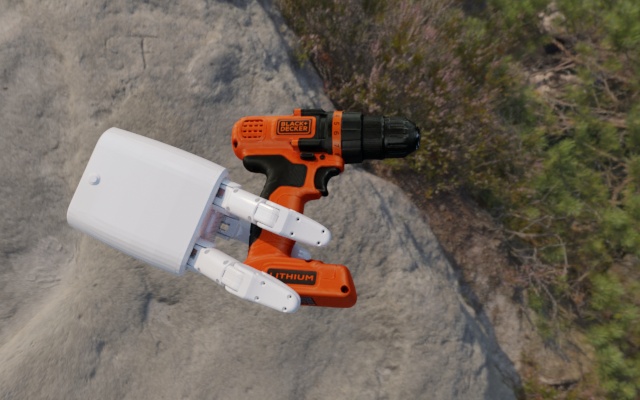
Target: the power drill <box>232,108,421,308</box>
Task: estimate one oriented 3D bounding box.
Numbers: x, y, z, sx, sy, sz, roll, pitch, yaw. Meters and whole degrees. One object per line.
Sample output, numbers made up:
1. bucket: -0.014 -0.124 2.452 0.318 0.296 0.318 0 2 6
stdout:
1. power drill: 0.000 0.002 0.444 0.184 0.187 0.057 0 -24 10
